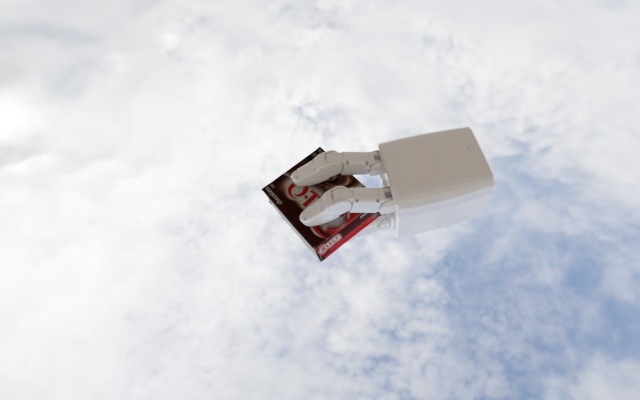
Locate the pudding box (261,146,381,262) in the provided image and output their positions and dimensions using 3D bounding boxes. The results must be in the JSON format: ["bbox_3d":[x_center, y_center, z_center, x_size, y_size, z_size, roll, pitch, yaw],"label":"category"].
[{"bbox_3d":[0.000,0.002,0.548,0.113,0.090,0.039,44,-15,36],"label":"pudding box"}]
